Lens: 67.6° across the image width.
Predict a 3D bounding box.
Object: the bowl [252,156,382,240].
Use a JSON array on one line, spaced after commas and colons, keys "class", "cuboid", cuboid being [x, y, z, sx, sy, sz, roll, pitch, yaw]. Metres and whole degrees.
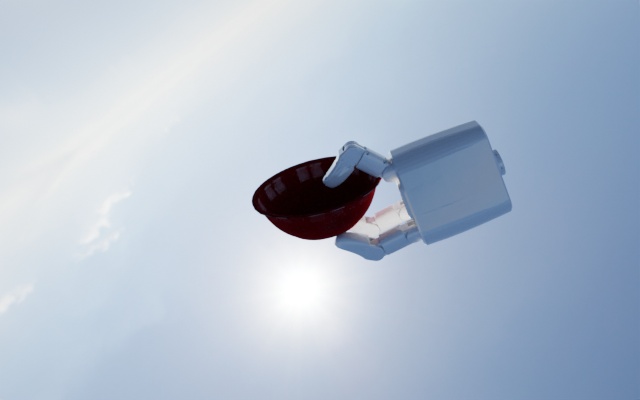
[{"class": "bowl", "cuboid": [-0.001, 0.002, 0.588, 0.162, 0.055, 0.162, -11, 26, 6]}]
